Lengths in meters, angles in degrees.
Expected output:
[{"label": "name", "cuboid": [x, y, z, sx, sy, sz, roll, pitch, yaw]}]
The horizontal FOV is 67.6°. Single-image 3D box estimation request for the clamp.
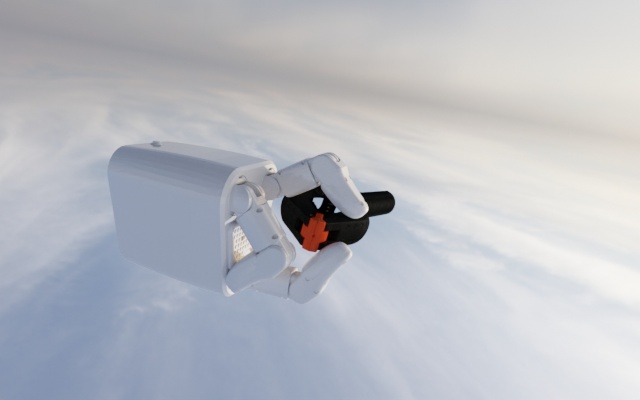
[{"label": "clamp", "cuboid": [0.000, 0.002, 0.448, 0.120, 0.039, 0.171, 14, 14, 15]}]
